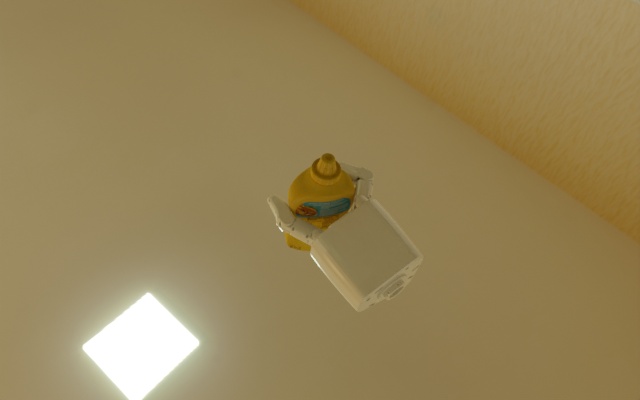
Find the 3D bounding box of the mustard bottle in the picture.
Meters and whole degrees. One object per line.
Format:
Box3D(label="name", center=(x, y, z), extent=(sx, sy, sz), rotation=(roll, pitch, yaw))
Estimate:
Box3D(label="mustard bottle", center=(0.000, 0.002, 0.690), extent=(0.096, 0.058, 0.192), rotation=(-5, -35, -11))
